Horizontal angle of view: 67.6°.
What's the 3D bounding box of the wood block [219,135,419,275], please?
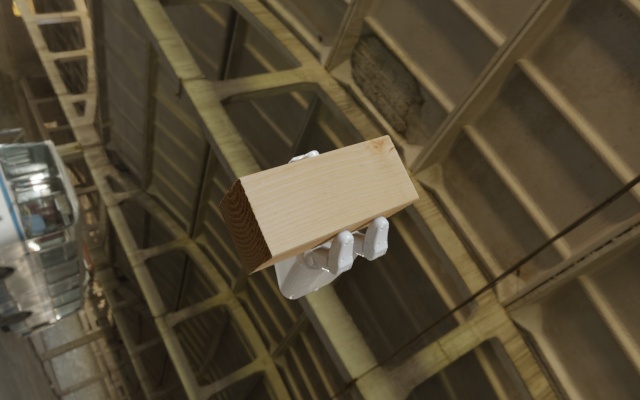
[{"bbox_3d":[0.000,0.002,0.564,0.206,0.091,0.090,-20,-10,-31],"label":"wood block"}]
